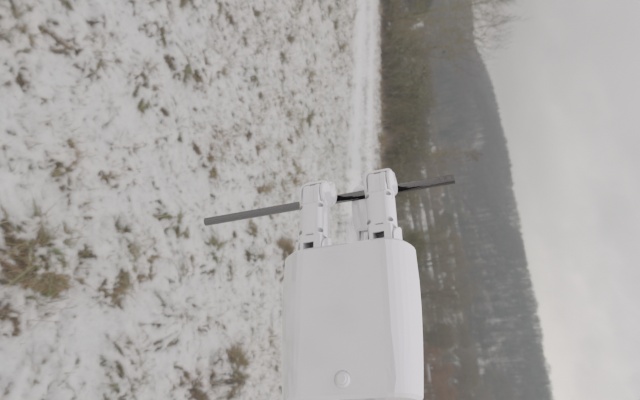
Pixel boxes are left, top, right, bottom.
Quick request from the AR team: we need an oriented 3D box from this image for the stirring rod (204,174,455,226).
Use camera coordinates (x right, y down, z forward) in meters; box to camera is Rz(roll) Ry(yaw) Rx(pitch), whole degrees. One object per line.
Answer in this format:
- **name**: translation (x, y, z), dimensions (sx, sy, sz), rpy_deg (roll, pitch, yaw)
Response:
- **stirring rod**: translation (0.000, 0.002, 0.439), dimensions (0.239, 0.011, 0.011), rpy_deg (-10, -3, 16)
